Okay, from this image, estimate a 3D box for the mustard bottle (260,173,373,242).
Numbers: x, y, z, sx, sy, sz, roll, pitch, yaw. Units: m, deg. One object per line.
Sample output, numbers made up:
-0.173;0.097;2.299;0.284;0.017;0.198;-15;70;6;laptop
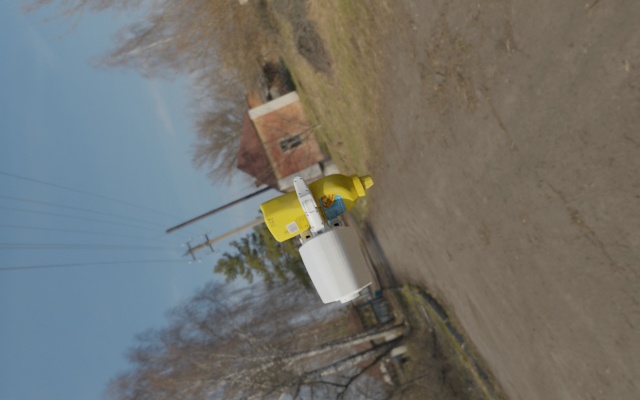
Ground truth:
0.000;0.002;0.815;0.191;0.058;0.096;-23;-33;0;mustard bottle
